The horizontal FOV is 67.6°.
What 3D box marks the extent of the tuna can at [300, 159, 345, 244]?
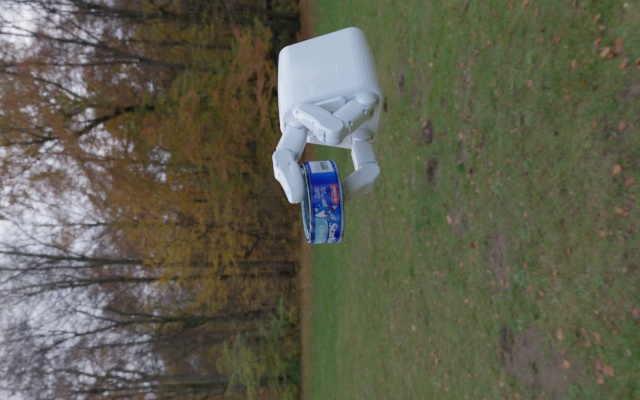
[{"bbox_3d":[0.000,0.002,0.491,0.034,0.086,0.086,-5,1,-8],"label":"tuna can"}]
